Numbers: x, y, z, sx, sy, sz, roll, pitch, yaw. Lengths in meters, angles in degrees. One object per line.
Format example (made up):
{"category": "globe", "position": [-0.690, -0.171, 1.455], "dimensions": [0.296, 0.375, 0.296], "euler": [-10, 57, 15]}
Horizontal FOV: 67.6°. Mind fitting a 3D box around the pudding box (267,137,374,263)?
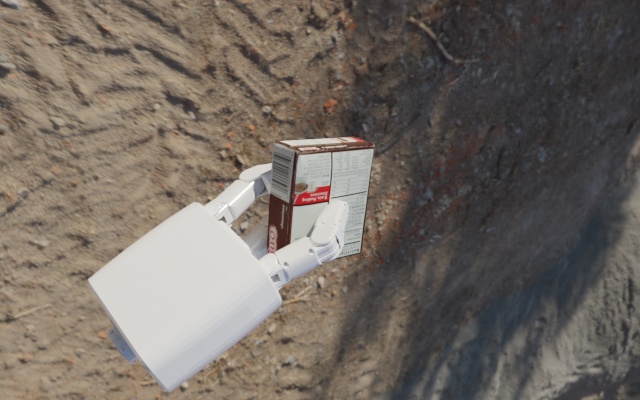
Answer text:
{"category": "pudding box", "position": [0.000, 0.001, 0.435], "dimensions": [0.090, 0.113, 0.039], "euler": [-9, 26, -37]}
